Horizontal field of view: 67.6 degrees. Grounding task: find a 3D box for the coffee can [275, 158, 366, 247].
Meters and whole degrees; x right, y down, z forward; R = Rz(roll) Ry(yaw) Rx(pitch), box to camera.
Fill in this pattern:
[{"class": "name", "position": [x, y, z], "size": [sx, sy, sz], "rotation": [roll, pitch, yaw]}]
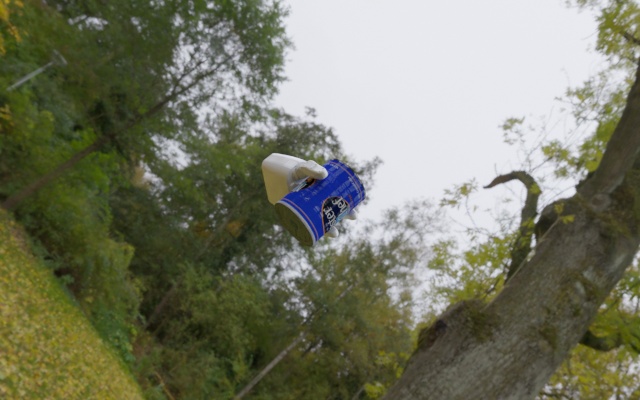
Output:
[{"class": "coffee can", "position": [0.000, 0.003, 0.890], "size": [0.140, 0.103, 0.103], "rotation": [-40, 17, -21]}]
